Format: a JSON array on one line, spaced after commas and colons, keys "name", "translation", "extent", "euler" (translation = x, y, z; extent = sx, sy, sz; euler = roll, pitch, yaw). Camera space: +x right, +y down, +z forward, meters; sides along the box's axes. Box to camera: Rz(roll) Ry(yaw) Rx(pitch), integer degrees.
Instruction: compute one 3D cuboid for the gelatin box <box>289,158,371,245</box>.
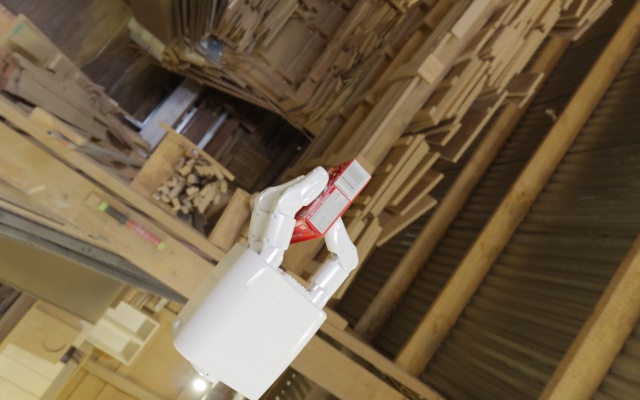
[{"name": "gelatin box", "translation": [0.001, 0.002, 0.486], "extent": [0.089, 0.030, 0.073], "euler": [-49, 15, -25]}]
